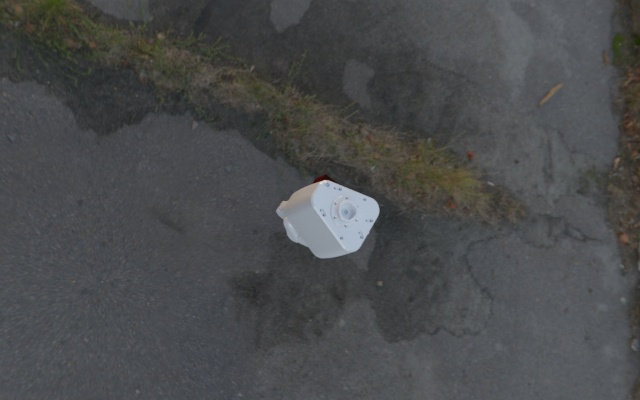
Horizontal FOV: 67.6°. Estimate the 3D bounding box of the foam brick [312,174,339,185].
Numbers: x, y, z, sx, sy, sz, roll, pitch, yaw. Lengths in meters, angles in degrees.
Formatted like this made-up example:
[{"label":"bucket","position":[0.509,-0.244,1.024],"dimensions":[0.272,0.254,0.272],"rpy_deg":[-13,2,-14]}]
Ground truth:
[{"label":"foam brick","position":[0.000,0.002,0.823],"dimensions":[0.053,0.078,0.051],"rpy_deg":[38,-22,-13]}]
